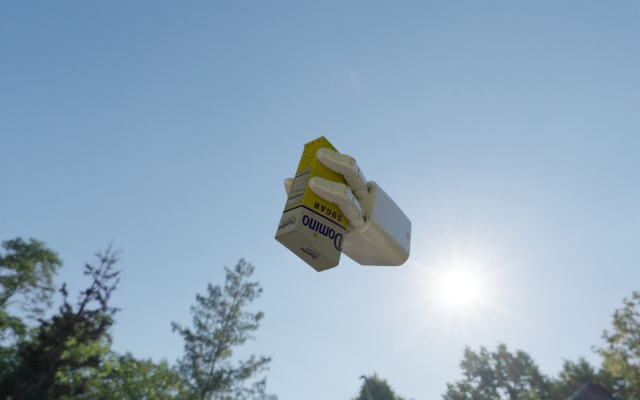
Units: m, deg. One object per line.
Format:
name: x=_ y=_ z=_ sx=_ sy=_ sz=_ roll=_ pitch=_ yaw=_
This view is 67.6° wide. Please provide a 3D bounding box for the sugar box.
sugar box: x=0.001 y=0.002 z=0.679 sx=0.048 sy=0.176 sz=0.093 roll=-23 pitch=-50 yaw=36
